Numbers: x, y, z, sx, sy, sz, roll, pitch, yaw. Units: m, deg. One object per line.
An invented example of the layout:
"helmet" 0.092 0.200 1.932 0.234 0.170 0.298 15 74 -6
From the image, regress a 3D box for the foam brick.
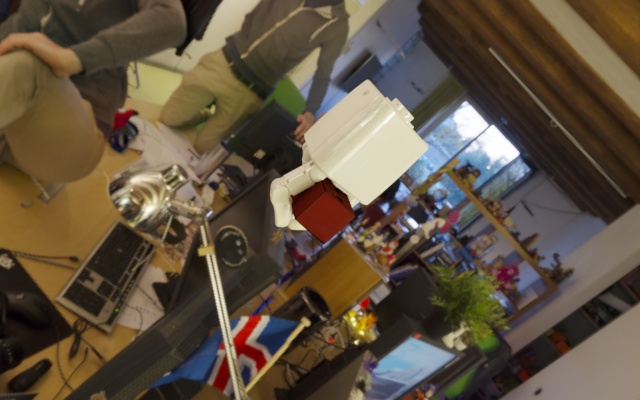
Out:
"foam brick" 0.000 0.002 0.573 0.053 0.051 0.078 42 16 -27
